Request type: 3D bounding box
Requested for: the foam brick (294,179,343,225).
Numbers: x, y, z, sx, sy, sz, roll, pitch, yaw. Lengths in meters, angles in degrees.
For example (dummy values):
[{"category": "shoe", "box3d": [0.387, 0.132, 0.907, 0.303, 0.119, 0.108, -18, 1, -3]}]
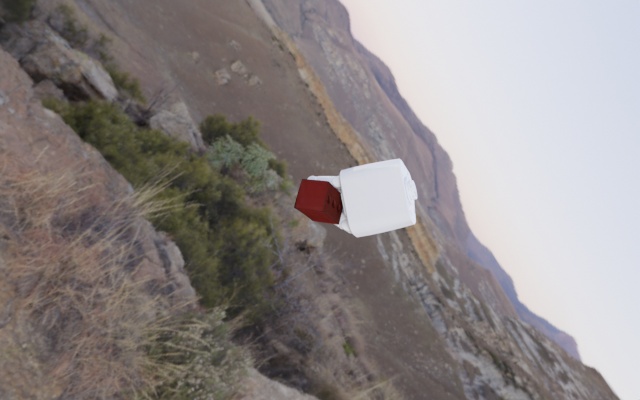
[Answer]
[{"category": "foam brick", "box3d": [0.000, 0.003, 0.795, 0.051, 0.053, 0.078, 7, -15, 26]}]
